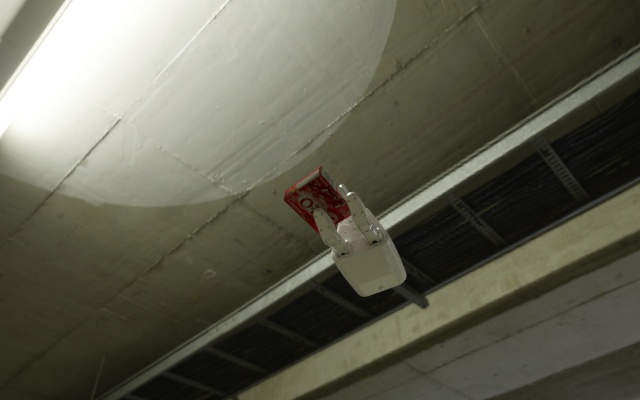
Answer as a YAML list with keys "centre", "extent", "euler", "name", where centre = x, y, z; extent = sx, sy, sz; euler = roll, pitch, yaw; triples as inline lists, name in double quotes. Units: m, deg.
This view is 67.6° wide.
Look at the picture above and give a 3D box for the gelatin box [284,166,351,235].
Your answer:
- centre: [0.000, 0.002, 0.728]
  extent: [0.073, 0.089, 0.030]
  euler: [-33, 29, 21]
  name: "gelatin box"
